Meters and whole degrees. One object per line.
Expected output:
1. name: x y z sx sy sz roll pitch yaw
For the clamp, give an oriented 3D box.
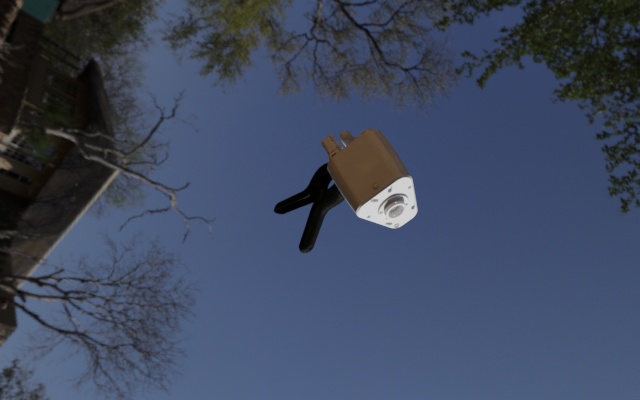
1. clamp: 0.001 0.003 0.789 0.171 0.120 0.039 -43 -36 19
